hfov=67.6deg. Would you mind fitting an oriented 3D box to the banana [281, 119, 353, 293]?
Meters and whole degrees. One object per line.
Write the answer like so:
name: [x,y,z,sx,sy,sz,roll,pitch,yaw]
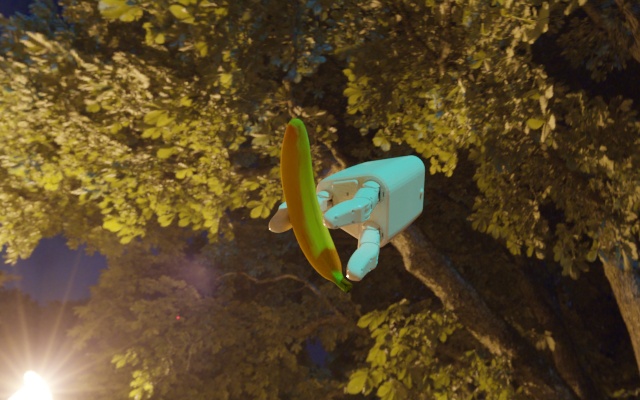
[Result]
banana: [-0.011,0.007,0.544,0.037,0.198,0.069,-24,8,-40]
